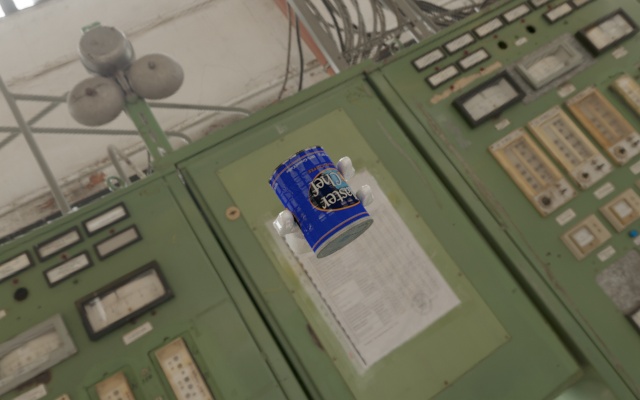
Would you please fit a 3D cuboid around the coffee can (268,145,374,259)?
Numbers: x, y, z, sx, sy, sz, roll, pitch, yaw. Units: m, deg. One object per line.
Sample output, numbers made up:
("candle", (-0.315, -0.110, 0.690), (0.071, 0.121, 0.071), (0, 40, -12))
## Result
("coffee can", (0.000, 0.002, 0.729), (0.103, 0.140, 0.103), (-31, -15, -10))
